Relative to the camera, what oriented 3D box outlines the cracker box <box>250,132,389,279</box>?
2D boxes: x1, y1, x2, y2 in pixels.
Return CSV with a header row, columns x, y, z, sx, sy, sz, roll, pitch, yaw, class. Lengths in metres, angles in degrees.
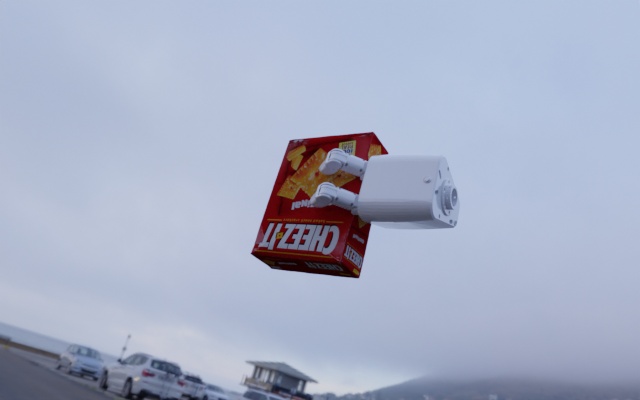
x,y,z,sx,sy,sz,roll,pitch,yaw,class
0.000,0.002,0.741,0.164,0.213,0.072,0,-28,33,cracker box
